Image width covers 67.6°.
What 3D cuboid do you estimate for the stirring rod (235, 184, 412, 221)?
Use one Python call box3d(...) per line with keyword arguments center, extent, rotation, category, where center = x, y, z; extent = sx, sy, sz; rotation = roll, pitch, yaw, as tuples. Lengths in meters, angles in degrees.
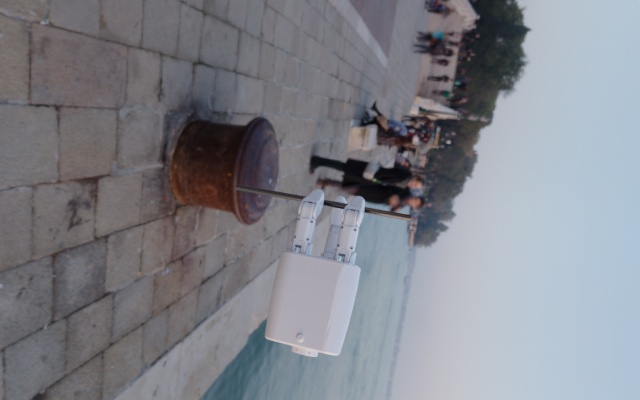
box3d(center=(0.000, 0.002, 0.634), extent=(0.239, 0.011, 0.011), rotation=(10, 2, 12), category="stirring rod")
